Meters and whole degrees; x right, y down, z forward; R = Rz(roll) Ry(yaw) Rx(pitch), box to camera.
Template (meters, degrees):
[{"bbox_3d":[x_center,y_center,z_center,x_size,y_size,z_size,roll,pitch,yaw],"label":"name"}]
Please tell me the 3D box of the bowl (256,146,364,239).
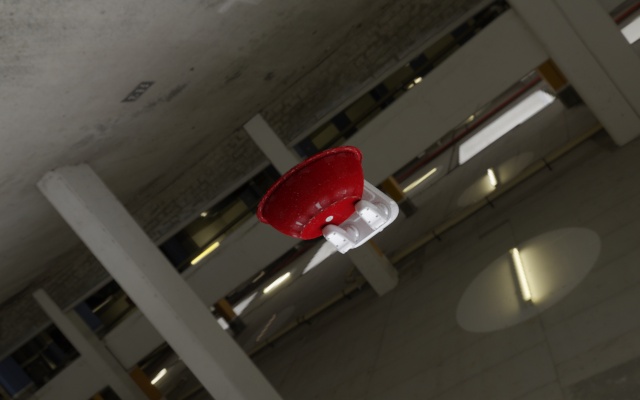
[{"bbox_3d":[0.000,0.002,0.620,0.162,0.055,0.162,-29,-21,-12],"label":"bowl"}]
